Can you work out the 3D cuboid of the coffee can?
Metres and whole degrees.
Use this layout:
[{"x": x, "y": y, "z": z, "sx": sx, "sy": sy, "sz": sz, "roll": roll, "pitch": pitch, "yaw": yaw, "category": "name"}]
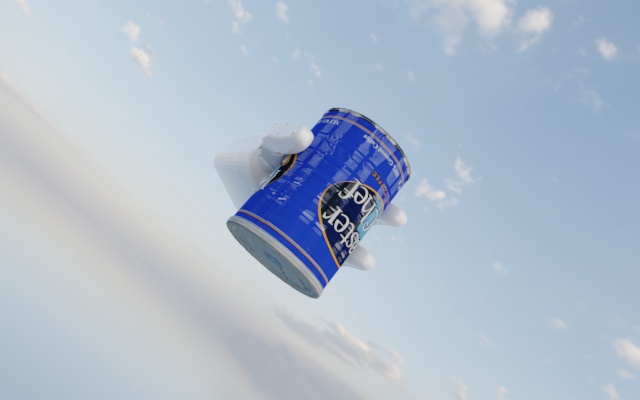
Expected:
[{"x": 0.000, "y": 0.001, "z": 0.431, "sx": 0.103, "sy": 0.140, "sz": 0.103, "roll": 35, "pitch": -19, "yaw": 14, "category": "coffee can"}]
